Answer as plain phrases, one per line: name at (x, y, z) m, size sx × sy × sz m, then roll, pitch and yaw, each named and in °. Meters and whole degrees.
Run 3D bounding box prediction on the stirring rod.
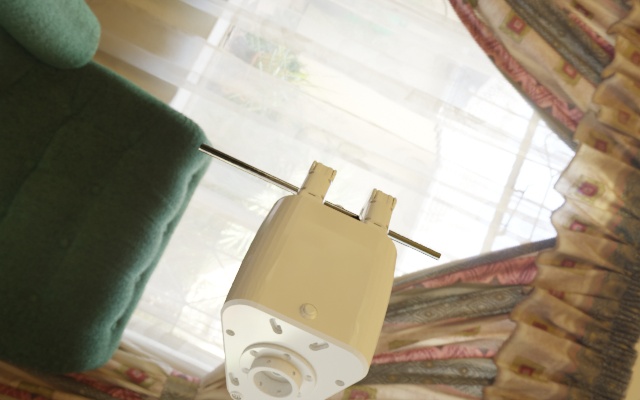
stirring rod at (0.000, 0.001, 0.437) m, size 0.239 × 0.011 × 0.011 m, roll 25°, pitch 0°, yaw 0°
